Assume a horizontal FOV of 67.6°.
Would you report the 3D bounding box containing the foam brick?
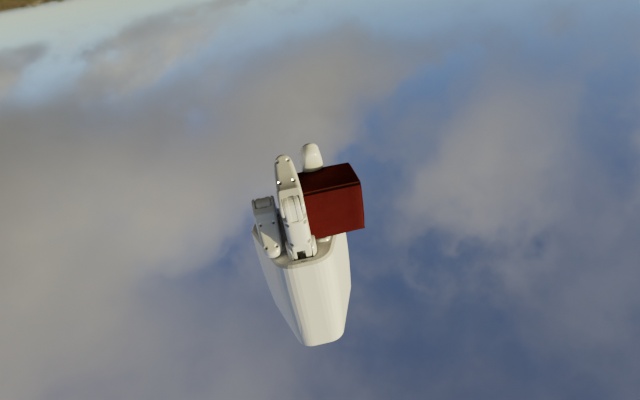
[{"bbox_3d":[0.000,0.001,0.471,0.078,0.051,0.053,-12,27,-2],"label":"foam brick"}]
